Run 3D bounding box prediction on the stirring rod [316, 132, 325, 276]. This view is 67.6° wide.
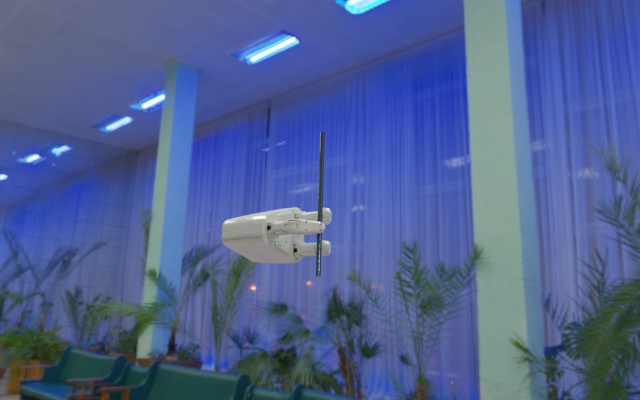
[{"bbox_3d":[0.000,0.003,0.781,0.011,0.239,0.011,2,-12,0],"label":"stirring rod"}]
